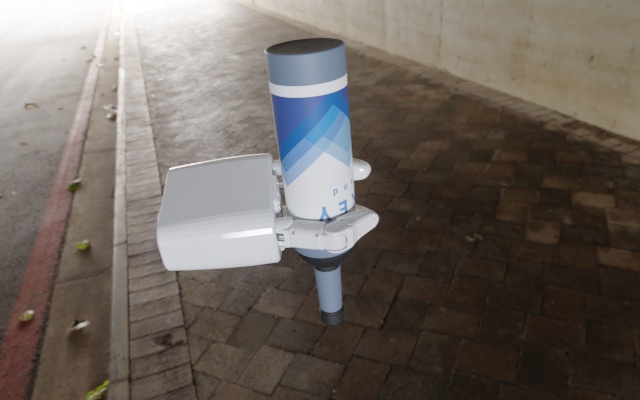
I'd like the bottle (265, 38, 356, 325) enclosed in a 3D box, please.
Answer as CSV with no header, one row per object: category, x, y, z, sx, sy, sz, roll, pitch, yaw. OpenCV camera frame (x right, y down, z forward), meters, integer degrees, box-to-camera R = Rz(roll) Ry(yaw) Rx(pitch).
bottle,0.000,0.001,0.462,0.069,0.296,0.069,-5,29,2
